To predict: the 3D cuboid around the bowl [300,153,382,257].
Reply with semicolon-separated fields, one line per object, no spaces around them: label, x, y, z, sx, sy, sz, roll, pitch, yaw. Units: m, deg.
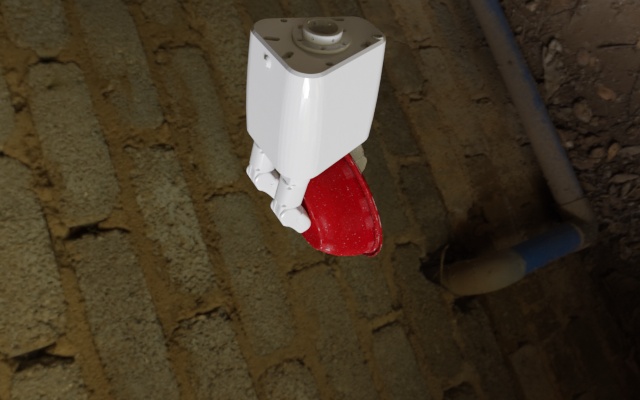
bowl;0.000;0.003;0.531;0.055;0.162;0.162;-27;8;-17
